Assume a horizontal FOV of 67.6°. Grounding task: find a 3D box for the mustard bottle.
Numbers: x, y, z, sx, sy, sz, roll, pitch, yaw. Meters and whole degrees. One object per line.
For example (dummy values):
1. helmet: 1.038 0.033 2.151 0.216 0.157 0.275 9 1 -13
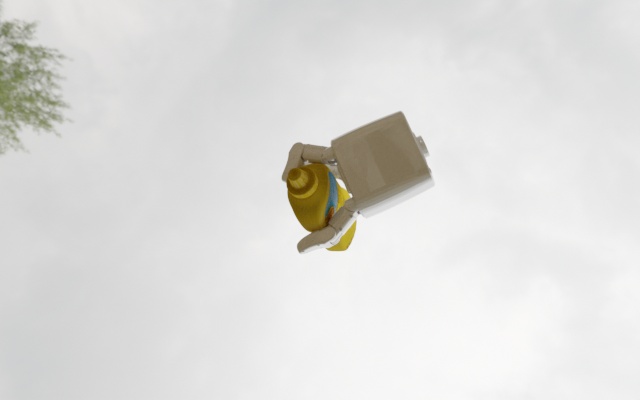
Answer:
1. mustard bottle: 0.000 0.002 0.673 0.058 0.096 0.192 -1 -22 20
